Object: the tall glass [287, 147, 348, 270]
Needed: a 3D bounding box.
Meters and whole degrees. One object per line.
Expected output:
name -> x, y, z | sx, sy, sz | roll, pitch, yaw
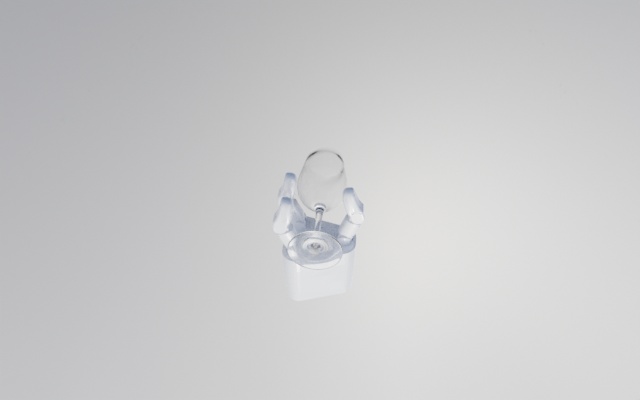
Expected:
tall glass -> 0.000, 0.003, 0.706 | 0.079, 0.079, 0.200 | 0, 42, 6
